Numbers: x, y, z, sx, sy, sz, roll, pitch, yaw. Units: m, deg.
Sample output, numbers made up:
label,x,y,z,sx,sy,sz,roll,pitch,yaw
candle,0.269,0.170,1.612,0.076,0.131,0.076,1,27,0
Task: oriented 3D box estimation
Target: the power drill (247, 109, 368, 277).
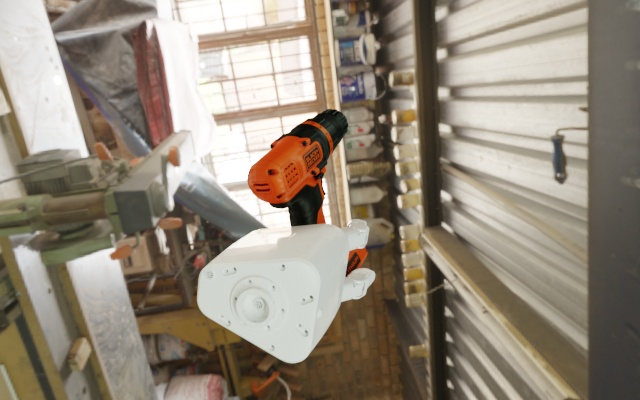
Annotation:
label,x,y,z,sx,sy,sz,roll,pitch,yaw
power drill,0.000,0.002,0.556,0.057,0.188,0.184,-2,28,33
